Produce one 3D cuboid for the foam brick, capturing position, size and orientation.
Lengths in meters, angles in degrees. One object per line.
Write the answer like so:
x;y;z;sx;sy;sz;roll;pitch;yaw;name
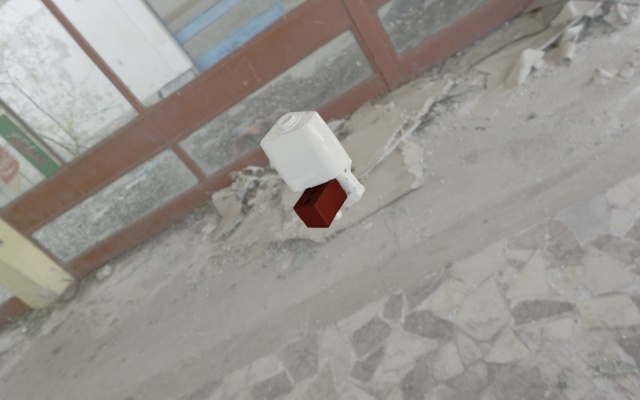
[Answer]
0.000;0.003;0.820;0.053;0.051;0.078;-5;41;43;foam brick
